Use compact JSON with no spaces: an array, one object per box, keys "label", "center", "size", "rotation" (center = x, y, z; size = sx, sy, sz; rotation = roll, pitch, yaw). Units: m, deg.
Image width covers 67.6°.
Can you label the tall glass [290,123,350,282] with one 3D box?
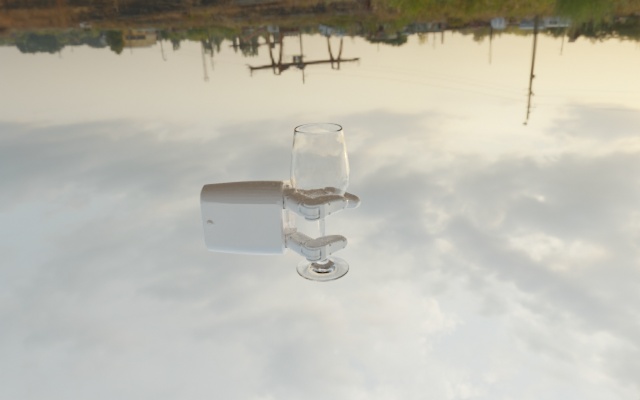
[{"label":"tall glass","center":[0.000,0.003,0.634],"size":[0.079,0.201,0.079],"rotation":[-1,21,0]}]
